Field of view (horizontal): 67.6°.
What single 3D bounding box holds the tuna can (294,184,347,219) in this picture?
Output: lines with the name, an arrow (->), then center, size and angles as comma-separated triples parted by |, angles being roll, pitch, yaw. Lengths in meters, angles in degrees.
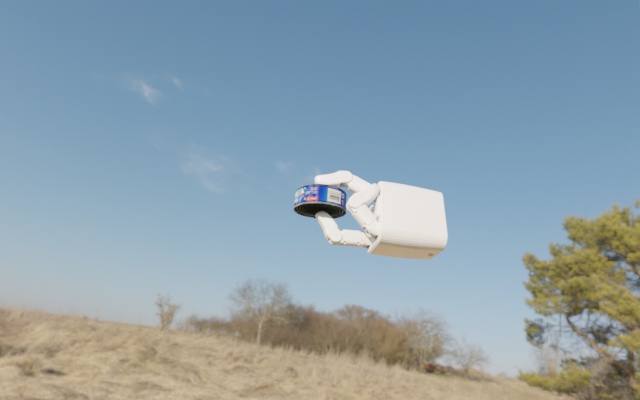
tuna can -> 0.000, 0.002, 0.781 | 0.086, 0.033, 0.086 | 3, -18, 1
